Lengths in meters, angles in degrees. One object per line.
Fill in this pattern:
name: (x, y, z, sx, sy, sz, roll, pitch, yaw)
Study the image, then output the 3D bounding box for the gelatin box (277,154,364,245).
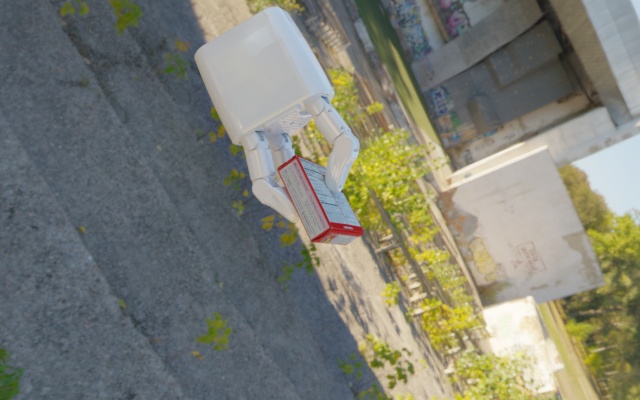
gelatin box: (0.001, 0.002, 0.493, 0.030, 0.089, 0.073, -35, -22, 21)
